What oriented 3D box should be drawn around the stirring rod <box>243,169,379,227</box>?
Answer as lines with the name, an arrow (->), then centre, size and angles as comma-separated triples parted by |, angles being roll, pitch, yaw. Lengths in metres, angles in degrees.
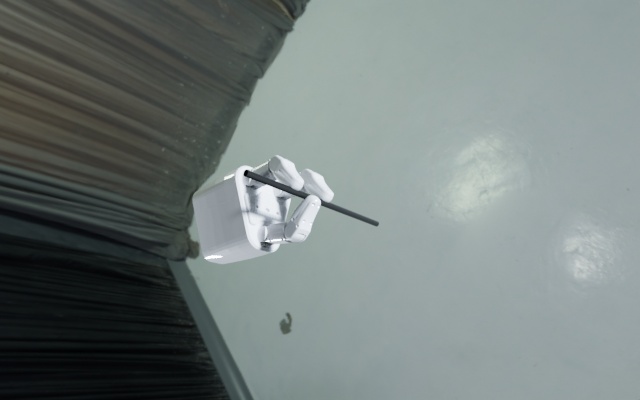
stirring rod -> 0.000, 0.002, 0.593 | 0.011, 0.011, 0.239 | 0, -15, 43
